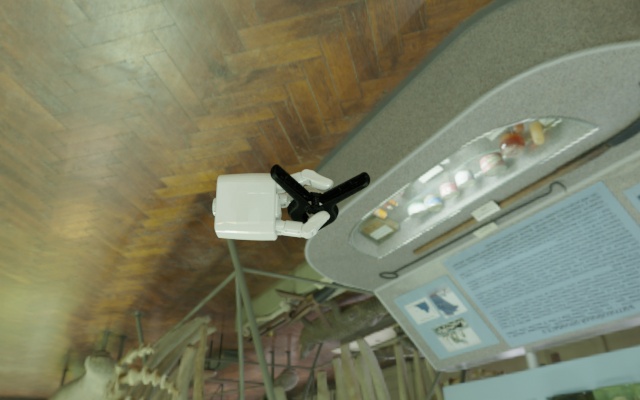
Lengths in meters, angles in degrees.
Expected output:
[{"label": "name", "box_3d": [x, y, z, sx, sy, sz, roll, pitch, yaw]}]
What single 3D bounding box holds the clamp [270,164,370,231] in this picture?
[{"label": "clamp", "box_3d": [0.000, 0.004, 0.857, 0.164, 0.036, 0.210, 2, -31, 1]}]
